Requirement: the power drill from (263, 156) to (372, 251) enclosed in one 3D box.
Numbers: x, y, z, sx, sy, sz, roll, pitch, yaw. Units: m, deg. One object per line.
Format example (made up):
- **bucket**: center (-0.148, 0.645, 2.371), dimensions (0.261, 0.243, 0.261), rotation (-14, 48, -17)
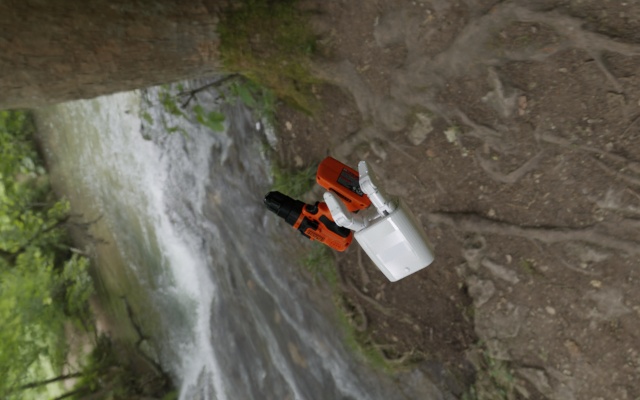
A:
- **power drill**: center (0.001, 0.003, 0.850), dimensions (0.184, 0.057, 0.188), rotation (28, -35, -6)
